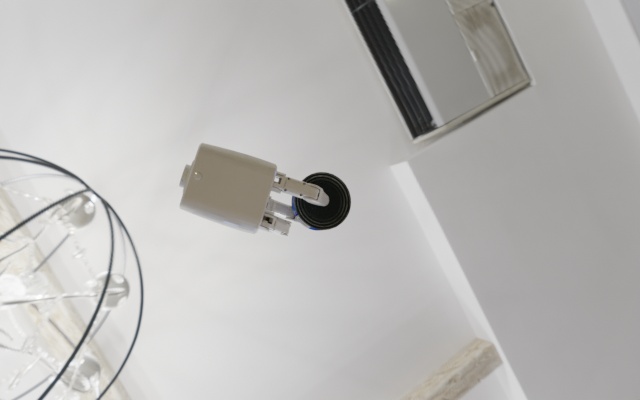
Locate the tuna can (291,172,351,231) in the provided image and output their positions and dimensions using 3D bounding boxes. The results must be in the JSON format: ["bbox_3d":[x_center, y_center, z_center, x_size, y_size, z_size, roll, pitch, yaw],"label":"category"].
[{"bbox_3d":[0.000,0.002,0.714,0.086,0.086,0.034,0,-7,-14],"label":"tuna can"}]
